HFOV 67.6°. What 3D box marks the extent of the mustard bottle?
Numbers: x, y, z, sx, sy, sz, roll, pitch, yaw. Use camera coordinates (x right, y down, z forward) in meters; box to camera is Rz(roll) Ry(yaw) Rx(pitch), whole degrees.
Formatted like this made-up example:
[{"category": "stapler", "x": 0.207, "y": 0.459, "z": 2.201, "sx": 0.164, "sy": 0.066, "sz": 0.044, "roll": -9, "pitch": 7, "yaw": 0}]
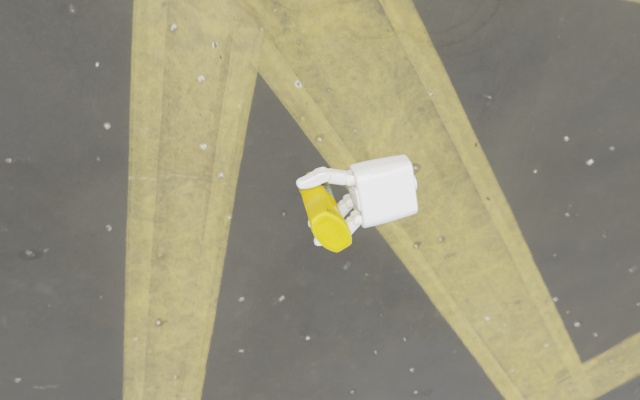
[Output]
[{"category": "mustard bottle", "x": 0.000, "y": 0.003, "z": 0.876, "sx": 0.058, "sy": 0.096, "sz": 0.191, "roll": -33, "pitch": 36, "yaw": 9}]
